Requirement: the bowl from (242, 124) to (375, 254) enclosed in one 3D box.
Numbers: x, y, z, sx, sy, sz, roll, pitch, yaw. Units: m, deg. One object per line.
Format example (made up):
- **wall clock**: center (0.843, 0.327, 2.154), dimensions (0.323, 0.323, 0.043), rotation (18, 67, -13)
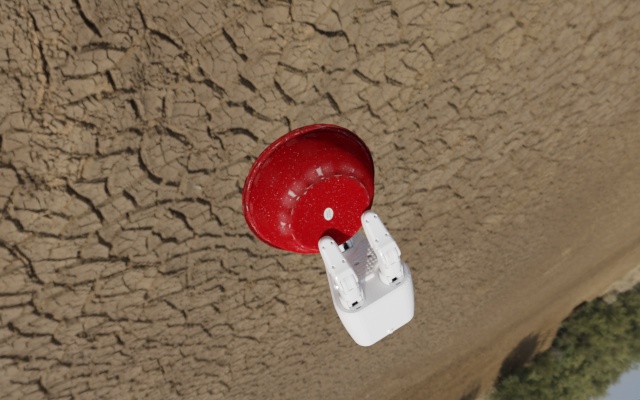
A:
- **bowl**: center (0.000, 0.001, 0.517), dimensions (0.162, 0.162, 0.055), rotation (0, 29, -27)
